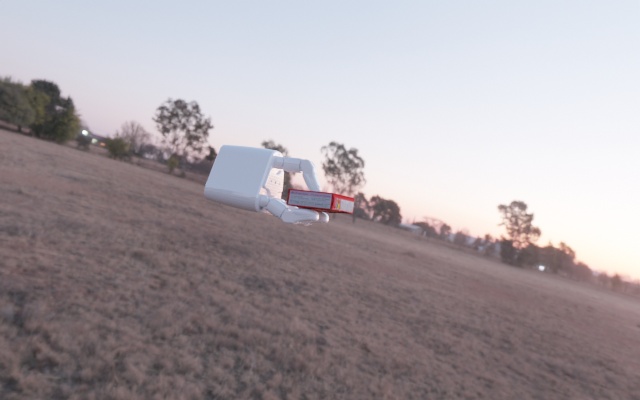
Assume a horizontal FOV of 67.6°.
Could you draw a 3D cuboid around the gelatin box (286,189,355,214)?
[{"bbox_3d":[0.000,0.002,0.786,0.089,0.030,0.073,5,-4,31],"label":"gelatin box"}]
